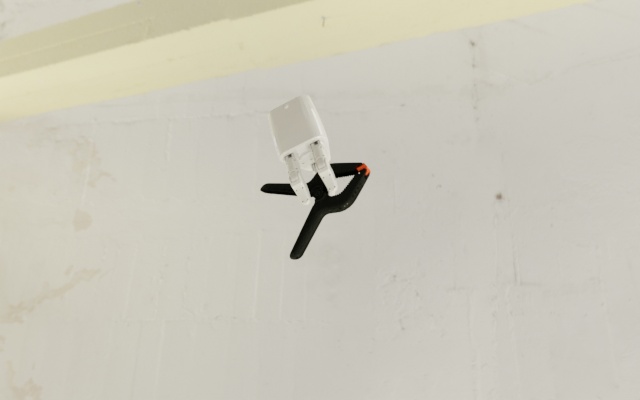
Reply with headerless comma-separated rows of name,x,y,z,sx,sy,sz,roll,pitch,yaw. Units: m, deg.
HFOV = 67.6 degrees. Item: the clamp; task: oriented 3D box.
clamp,0.001,0.003,0.874,0.210,0.164,0.036,-25,-23,13
